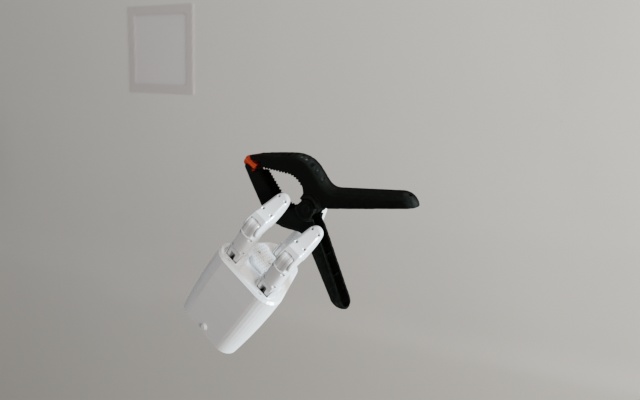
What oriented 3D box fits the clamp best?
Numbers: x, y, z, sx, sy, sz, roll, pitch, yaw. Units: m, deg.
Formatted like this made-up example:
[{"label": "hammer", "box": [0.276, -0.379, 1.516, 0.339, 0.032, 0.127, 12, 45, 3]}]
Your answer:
[{"label": "clamp", "box": [0.000, 0.001, 0.554, 0.210, 0.165, 0.036, 44, 25, 14]}]
